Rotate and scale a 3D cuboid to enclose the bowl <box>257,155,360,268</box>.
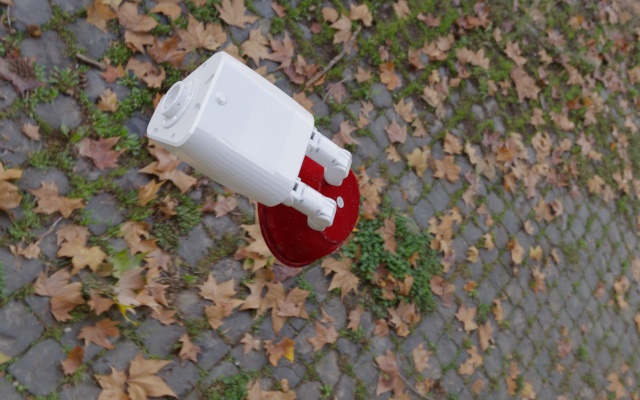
[{"bbox_3d":[0.001,0.002,0.563,0.055,0.162,0.162,3,2,35],"label":"bowl"}]
